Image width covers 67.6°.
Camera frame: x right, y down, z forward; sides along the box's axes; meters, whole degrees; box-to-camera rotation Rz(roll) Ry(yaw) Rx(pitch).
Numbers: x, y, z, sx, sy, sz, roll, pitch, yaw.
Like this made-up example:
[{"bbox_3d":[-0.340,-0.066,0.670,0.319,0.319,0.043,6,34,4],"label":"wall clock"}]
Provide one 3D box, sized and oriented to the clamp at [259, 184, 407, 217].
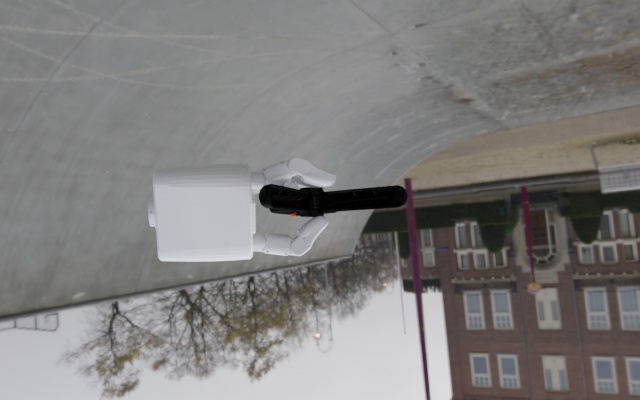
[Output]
[{"bbox_3d":[0.000,0.003,0.589,0.164,0.036,0.210,1,-4,-11],"label":"clamp"}]
